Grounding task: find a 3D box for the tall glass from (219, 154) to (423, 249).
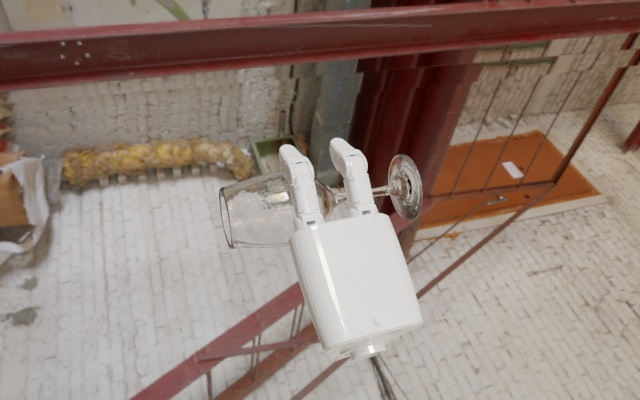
[{"bbox_3d":[0.001,0.001,0.498,0.201,0.079,0.079,-10,3,-17],"label":"tall glass"}]
